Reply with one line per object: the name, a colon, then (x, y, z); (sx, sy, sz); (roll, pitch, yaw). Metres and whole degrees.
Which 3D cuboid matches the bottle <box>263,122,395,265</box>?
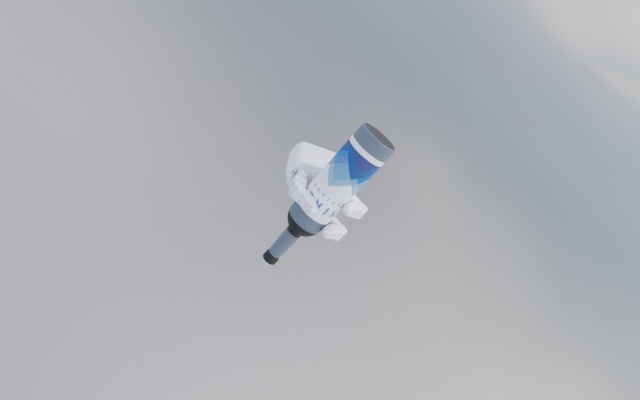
bottle: (0.000, 0.002, 0.793); (0.296, 0.069, 0.069); (-48, -22, 22)
